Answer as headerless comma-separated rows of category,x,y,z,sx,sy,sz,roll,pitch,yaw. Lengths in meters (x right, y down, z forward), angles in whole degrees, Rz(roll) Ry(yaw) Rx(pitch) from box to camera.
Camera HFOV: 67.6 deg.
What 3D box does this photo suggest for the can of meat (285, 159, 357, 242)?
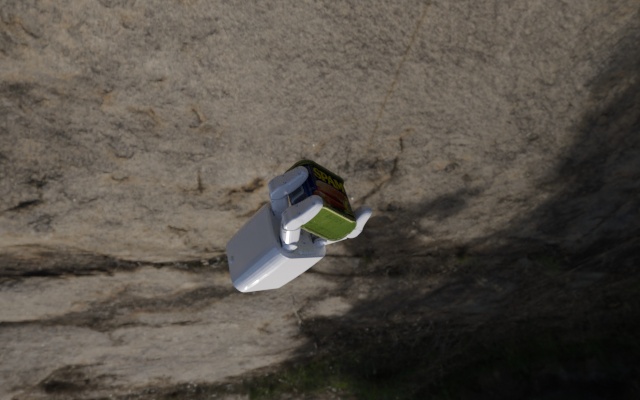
can of meat,0.000,0.002,0.678,0.057,0.084,0.102,-37,-41,24
